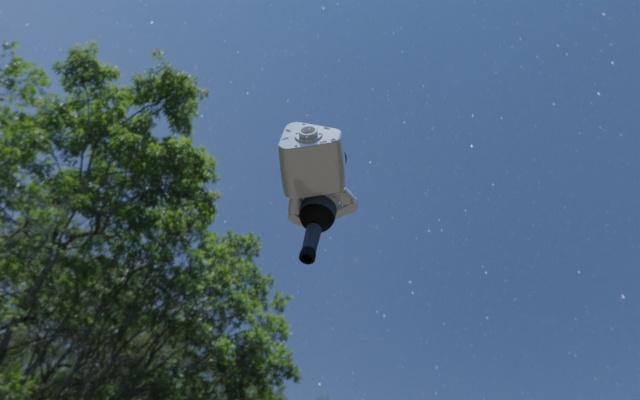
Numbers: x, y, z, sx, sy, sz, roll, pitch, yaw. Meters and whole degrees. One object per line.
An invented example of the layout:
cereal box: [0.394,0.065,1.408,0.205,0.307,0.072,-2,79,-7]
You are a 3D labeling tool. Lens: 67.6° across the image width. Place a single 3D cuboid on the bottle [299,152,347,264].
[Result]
bottle: [0.000,0.003,0.896,0.069,0.069,0.295,0,39,12]
